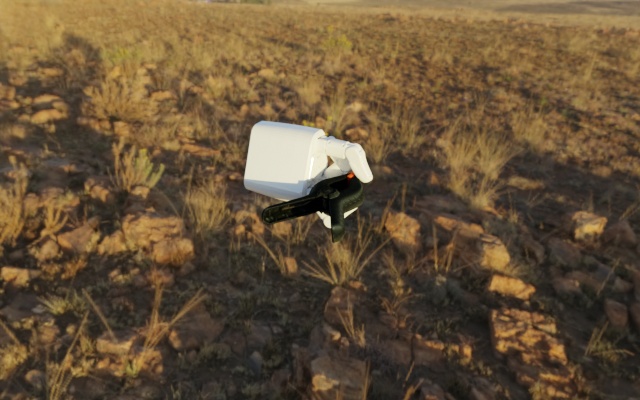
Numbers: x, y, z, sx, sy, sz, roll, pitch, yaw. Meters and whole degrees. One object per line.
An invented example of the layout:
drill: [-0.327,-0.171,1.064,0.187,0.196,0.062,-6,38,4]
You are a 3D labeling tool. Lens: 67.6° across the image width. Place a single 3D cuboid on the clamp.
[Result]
clamp: [0.000,0.002,0.669,0.120,0.039,0.171,14,28,18]
